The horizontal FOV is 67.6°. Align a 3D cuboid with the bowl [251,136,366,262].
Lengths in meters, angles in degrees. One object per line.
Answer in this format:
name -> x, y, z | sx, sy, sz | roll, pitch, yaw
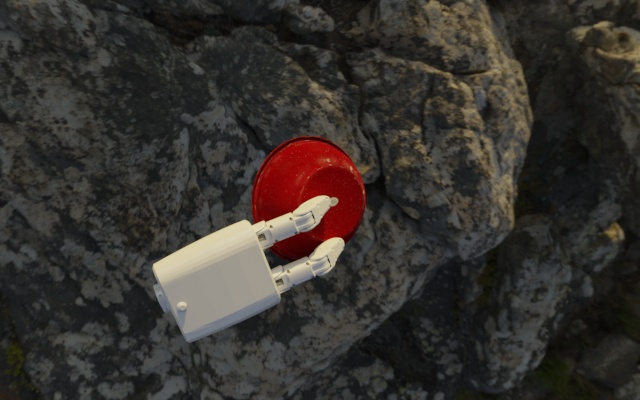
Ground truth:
bowl -> 0.001, 0.001, 0.582 | 0.162, 0.162, 0.055 | 0, 5, -32
